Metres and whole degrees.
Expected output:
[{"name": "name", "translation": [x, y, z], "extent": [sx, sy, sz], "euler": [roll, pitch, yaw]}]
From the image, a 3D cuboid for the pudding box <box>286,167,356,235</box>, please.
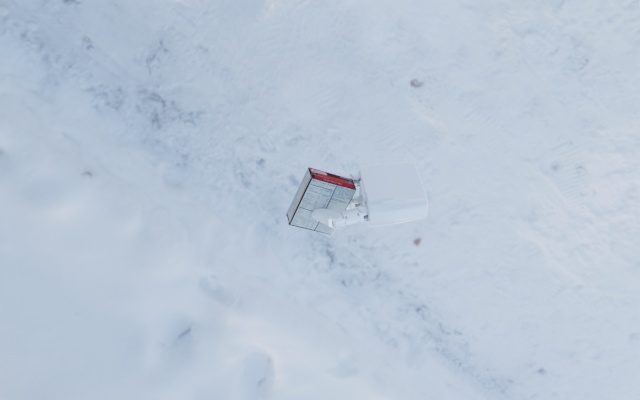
[{"name": "pudding box", "translation": [0.000, 0.003, 0.862], "extent": [0.090, 0.113, 0.039], "euler": [15, 30, -20]}]
